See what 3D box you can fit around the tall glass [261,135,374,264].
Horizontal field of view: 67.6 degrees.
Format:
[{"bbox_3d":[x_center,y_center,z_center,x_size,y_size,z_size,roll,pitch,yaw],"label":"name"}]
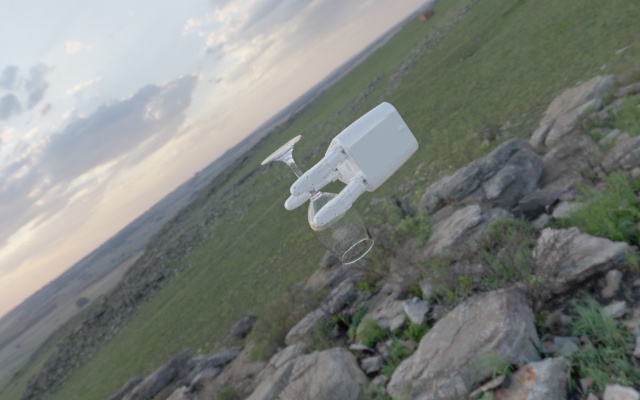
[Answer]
[{"bbox_3d":[0.000,0.002,0.730,0.079,0.201,0.079,-35,12,9],"label":"tall glass"}]
